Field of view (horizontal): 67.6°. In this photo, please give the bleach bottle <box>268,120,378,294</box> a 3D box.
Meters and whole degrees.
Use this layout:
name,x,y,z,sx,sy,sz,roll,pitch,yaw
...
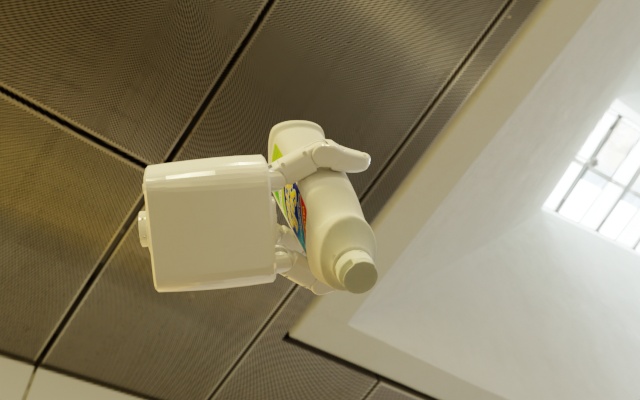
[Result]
name,x,y,z,sx,sy,sz,roll,pitch,yaw
bleach bottle,0.000,0.002,0.470,0.068,0.103,0.250,-4,24,-14
